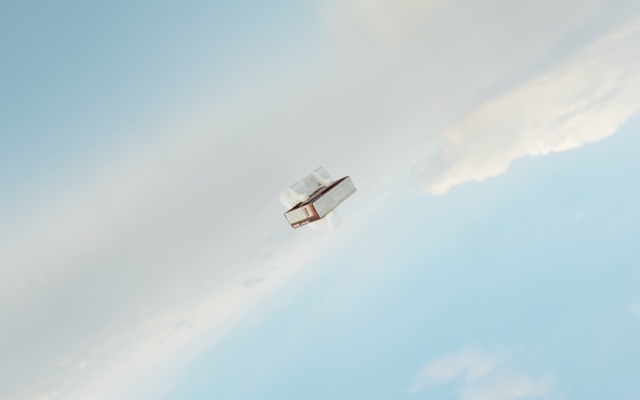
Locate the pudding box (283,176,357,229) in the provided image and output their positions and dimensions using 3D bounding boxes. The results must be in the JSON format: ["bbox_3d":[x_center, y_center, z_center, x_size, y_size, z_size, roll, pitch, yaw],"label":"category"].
[{"bbox_3d":[0.000,0.003,0.882,0.113,0.039,0.090,-39,10,-38],"label":"pudding box"}]
